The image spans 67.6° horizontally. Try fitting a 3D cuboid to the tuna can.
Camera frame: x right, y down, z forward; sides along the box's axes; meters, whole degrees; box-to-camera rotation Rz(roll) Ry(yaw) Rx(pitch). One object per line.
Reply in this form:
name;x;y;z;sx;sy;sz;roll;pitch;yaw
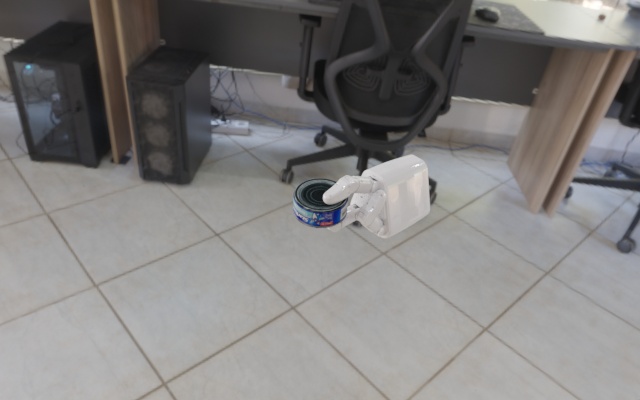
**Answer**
tuna can;0.000;0.002;0.742;0.086;0.034;0.086;2;39;-1
